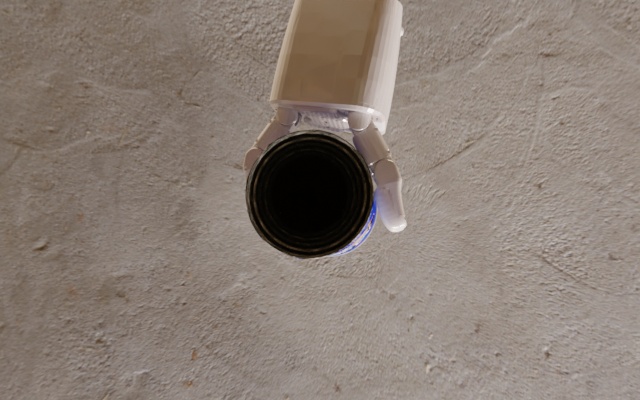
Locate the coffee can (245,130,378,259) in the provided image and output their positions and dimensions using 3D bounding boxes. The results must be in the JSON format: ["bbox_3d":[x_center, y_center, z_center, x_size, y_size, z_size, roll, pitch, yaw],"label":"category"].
[{"bbox_3d":[0.000,0.002,0.440,0.103,0.103,0.140,0,-6,8],"label":"coffee can"}]
